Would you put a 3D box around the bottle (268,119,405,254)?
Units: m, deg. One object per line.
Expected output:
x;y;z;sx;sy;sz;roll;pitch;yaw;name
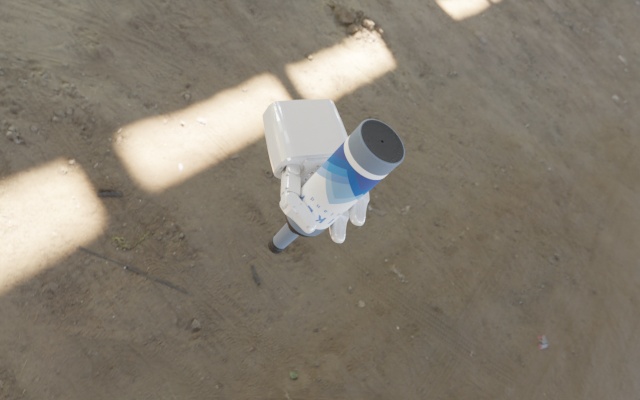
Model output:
0.000;0.002;0.668;0.069;0.069;0.296;0;-29;-35;bottle
